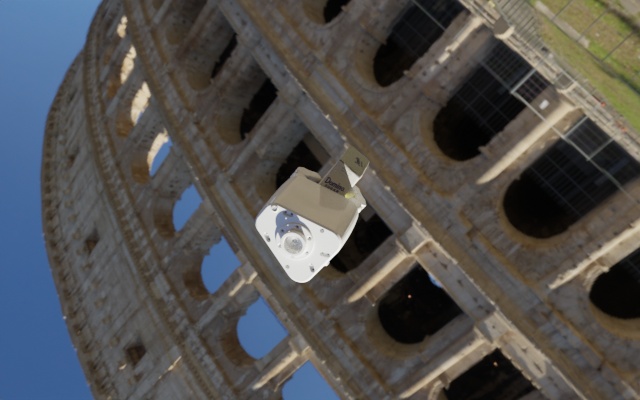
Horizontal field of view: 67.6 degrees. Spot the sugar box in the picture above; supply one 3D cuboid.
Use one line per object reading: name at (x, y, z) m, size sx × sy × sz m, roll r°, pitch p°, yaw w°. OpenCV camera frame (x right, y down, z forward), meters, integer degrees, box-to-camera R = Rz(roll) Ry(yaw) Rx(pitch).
sugar box at (0.000, 0.003, 0.728) m, size 0.048 × 0.176 × 0.093 m, roll 41°, pitch 24°, yaw -3°
